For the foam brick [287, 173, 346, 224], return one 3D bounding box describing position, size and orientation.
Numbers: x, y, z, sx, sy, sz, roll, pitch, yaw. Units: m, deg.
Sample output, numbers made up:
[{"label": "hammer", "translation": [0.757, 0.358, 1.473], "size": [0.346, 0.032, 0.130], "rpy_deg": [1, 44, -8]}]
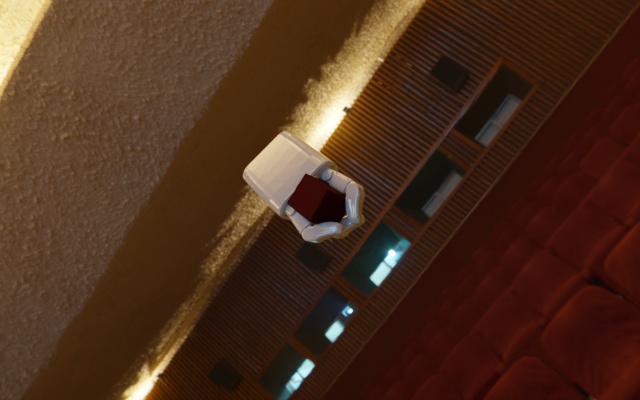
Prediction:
[{"label": "foam brick", "translation": [0.000, 0.002, 0.694], "size": [0.051, 0.053, 0.078], "rpy_deg": [38, 9, 31]}]
